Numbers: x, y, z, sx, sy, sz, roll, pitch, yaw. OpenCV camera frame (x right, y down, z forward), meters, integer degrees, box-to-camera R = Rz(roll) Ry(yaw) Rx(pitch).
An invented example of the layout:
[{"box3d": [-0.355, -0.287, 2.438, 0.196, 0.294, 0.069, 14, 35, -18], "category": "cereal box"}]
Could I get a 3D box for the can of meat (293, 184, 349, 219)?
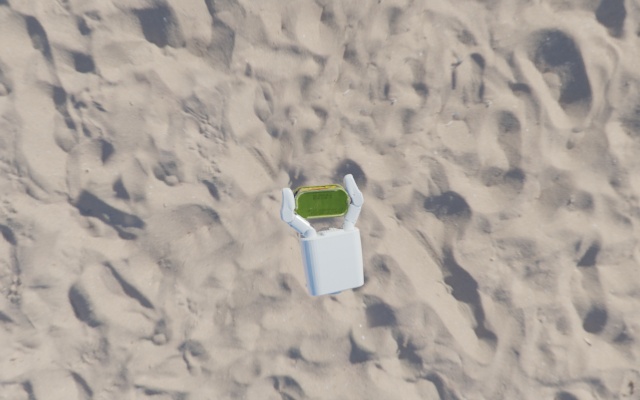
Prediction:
[{"box3d": [0.000, 0.003, 0.880, 0.102, 0.057, 0.084, -4, 5, -3], "category": "can of meat"}]
